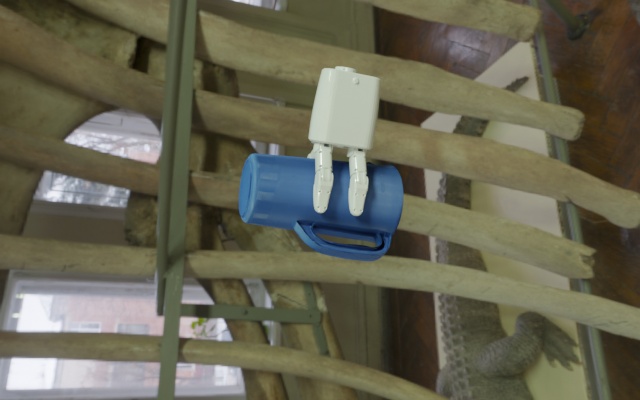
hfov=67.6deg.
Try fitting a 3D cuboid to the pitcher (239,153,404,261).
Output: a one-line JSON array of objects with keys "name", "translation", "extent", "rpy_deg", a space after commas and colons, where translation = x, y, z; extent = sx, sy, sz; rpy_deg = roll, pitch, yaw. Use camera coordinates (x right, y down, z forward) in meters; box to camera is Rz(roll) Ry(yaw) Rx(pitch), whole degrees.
[{"name": "pitcher", "translation": [0.000, 0.002, 0.754], "extent": [0.243, 0.145, 0.149], "rpy_deg": [6, 10, -19]}]
